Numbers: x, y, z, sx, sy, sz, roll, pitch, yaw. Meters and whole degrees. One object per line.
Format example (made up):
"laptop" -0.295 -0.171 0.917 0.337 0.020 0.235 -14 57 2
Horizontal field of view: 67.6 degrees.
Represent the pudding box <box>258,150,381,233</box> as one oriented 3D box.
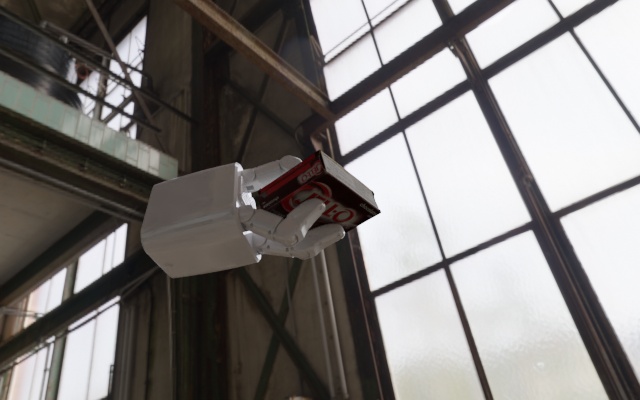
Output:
"pudding box" 0.000 0.002 0.535 0.090 0.039 0.113 -31 -38 24
